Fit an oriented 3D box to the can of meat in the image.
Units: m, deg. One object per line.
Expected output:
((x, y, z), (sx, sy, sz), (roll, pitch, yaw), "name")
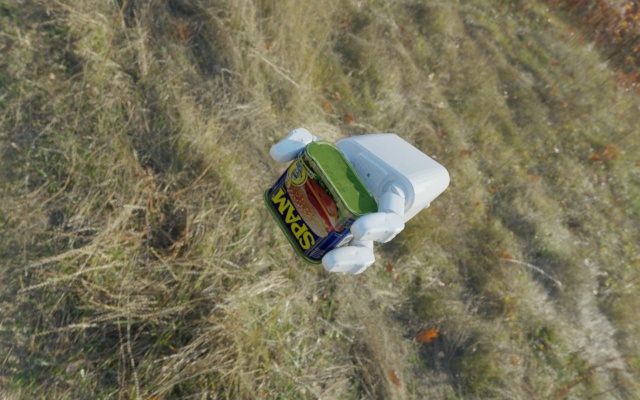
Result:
((0.000, 0.001, 0.490), (0.057, 0.102, 0.084), (-13, -27, -50), "can of meat")
